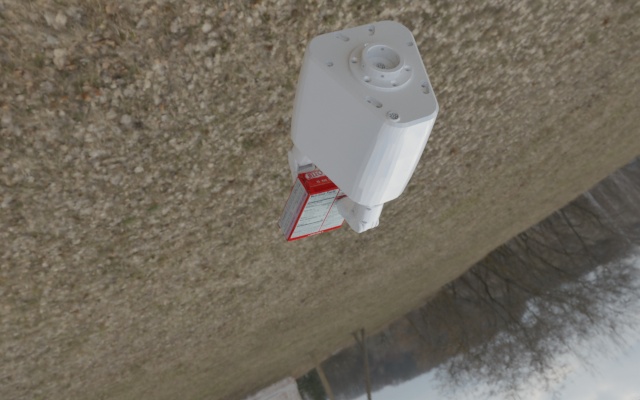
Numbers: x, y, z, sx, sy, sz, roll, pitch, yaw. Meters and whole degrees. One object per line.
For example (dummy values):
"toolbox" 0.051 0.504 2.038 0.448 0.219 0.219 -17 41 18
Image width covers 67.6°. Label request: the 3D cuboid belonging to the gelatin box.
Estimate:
"gelatin box" 0.000 0.002 0.520 0.073 0.030 0.089 -14 -33 -31
